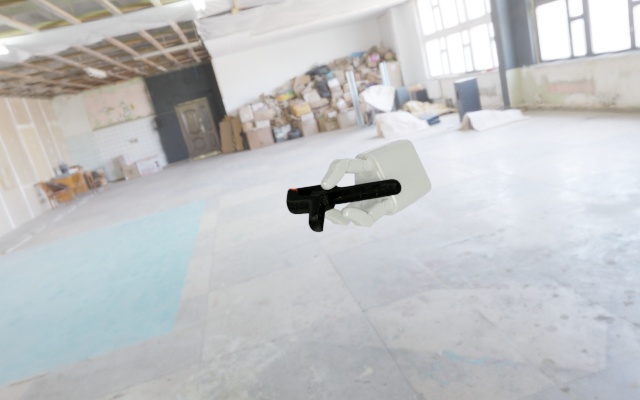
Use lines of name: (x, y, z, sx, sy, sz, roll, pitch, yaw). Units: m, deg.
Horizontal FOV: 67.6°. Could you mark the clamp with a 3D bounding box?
clamp: (0.000, 0.002, 0.752, 0.164, 0.036, 0.210, -26, 18, -36)
